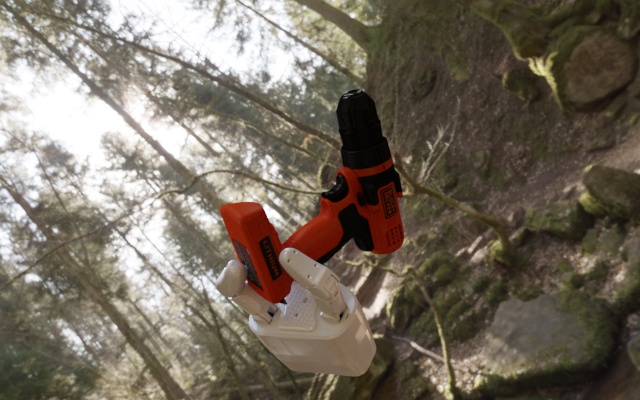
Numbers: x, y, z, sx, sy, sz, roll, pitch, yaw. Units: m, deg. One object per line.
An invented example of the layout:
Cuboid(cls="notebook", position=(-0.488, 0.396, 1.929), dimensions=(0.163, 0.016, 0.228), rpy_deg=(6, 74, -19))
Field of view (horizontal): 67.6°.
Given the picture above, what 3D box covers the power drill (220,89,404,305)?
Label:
Cuboid(cls="power drill", position=(0.000, 0.002, 0.477), dimensions=(0.187, 0.184, 0.057), rpy_deg=(-27, 24, -25))
